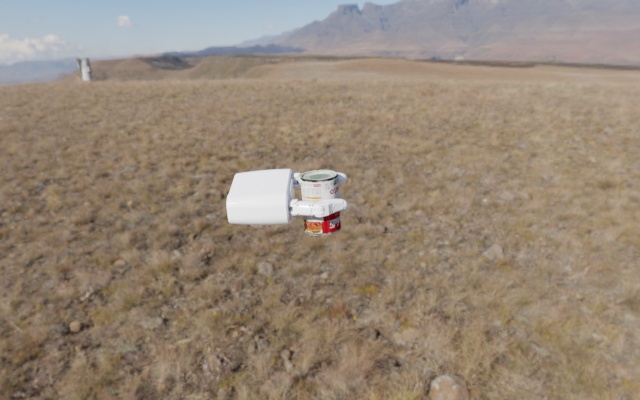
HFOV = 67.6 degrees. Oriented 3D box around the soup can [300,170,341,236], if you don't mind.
[{"bbox_3d":[0.001,0.003,0.847,0.068,0.102,0.068,-3,19,1],"label":"soup can"}]
